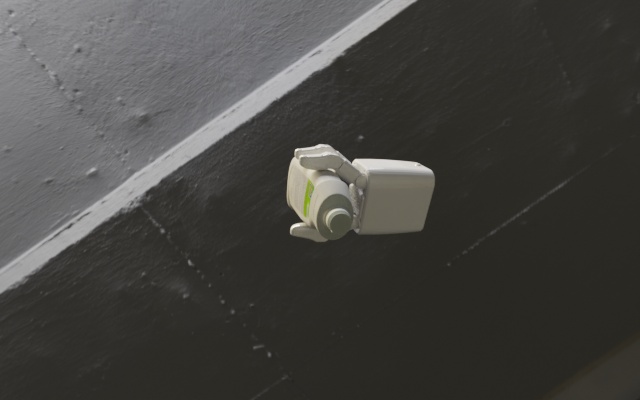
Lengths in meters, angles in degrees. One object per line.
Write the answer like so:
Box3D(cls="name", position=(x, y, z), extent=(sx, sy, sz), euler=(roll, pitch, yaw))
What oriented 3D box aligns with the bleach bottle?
Box3D(cls="bleach bottle", position=(0.000, 0.002, 0.703), extent=(0.068, 0.102, 0.250), euler=(0, 16, -12))
